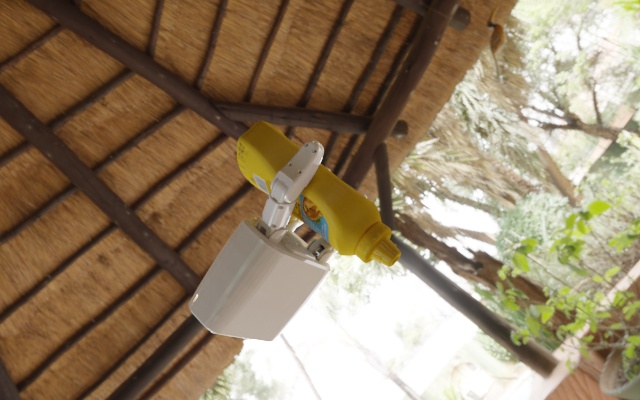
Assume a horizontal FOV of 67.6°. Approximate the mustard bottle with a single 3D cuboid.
[{"bbox_3d":[0.000,0.001,0.480,0.191,0.058,0.096,39,-19,24],"label":"mustard bottle"}]
